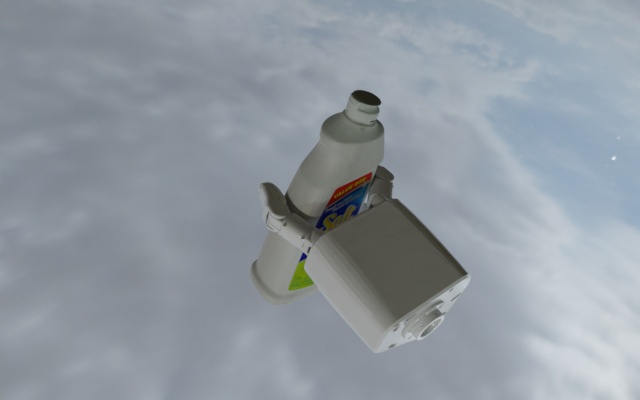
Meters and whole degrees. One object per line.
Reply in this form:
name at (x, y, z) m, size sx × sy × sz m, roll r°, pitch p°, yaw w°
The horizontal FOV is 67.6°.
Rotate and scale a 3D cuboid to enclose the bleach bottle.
bleach bottle at (0.000, 0.002, 0.503) m, size 0.102 × 0.251 × 0.068 m, roll -14°, pitch 49°, yaw -36°
